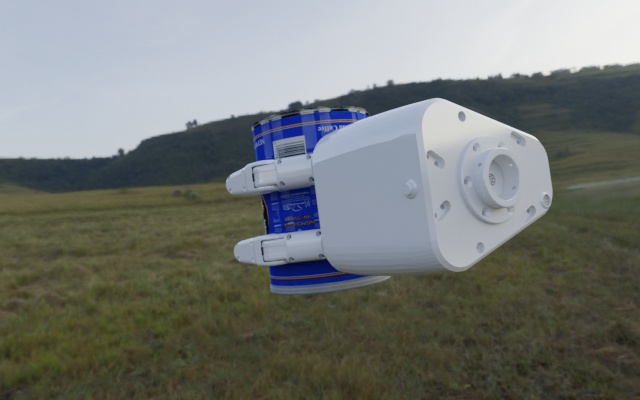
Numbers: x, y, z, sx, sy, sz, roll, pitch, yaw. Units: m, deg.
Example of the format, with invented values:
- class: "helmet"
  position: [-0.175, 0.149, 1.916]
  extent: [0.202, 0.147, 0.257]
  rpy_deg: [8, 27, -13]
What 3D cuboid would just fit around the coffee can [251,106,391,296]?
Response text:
- class: "coffee can"
  position: [0.000, 0.001, 0.408]
  extent: [0.103, 0.140, 0.103]
  rpy_deg: [-7, -2, 0]
